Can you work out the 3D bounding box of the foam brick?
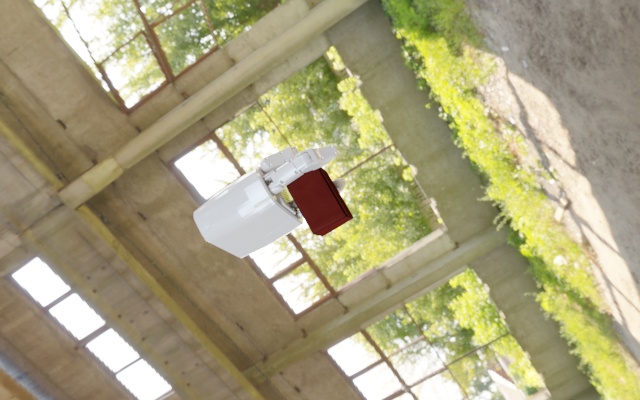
[{"bbox_3d":[0.000,0.002,0.627,0.051,0.078,0.053,-32,-14,8],"label":"foam brick"}]
